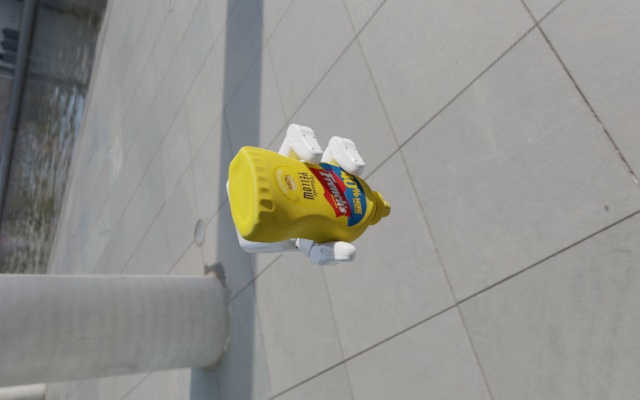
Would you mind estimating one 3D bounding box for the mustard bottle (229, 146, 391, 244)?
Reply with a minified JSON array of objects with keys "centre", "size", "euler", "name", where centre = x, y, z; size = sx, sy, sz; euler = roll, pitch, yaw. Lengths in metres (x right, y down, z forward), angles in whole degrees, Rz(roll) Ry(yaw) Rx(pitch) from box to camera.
[{"centre":[0.000,0.002,0.515],"size":[0.191,0.096,0.058],"euler":[8,-37,-35],"name":"mustard bottle"}]
